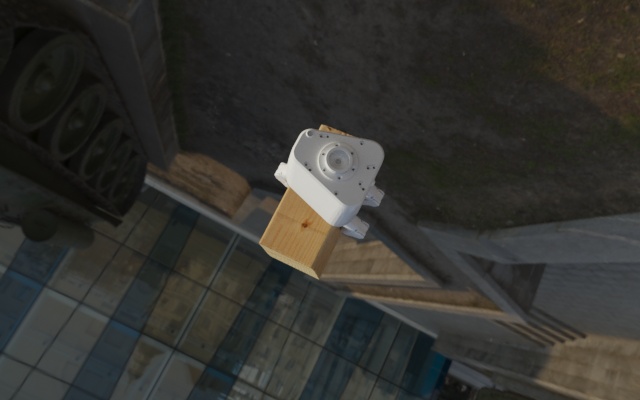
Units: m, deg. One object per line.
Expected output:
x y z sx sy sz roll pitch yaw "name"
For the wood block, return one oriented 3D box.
0.000 0.002 0.732 0.091 0.206 0.090 24 -15 13 "wood block"
